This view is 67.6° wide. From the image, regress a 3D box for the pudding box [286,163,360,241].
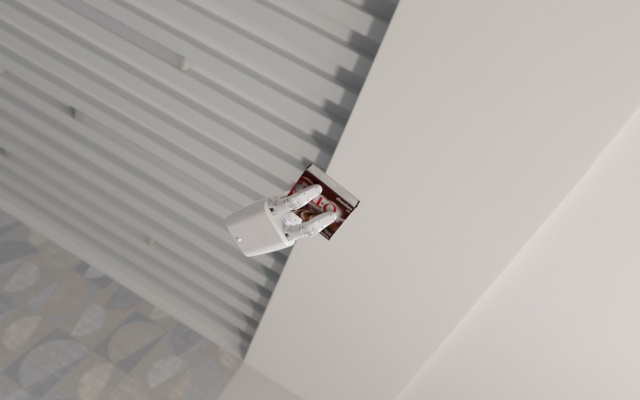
[{"bbox_3d":[0.000,0.003,0.853,0.113,0.090,0.039,37,34,0],"label":"pudding box"}]
